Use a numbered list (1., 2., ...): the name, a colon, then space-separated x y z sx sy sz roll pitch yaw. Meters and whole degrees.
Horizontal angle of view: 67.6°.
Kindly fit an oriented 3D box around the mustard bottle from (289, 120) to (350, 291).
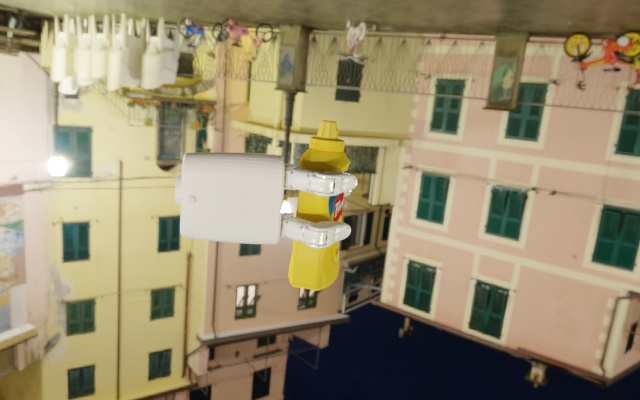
1. mustard bottle: 0.000 0.002 0.568 0.058 0.192 0.096 8 12 14
